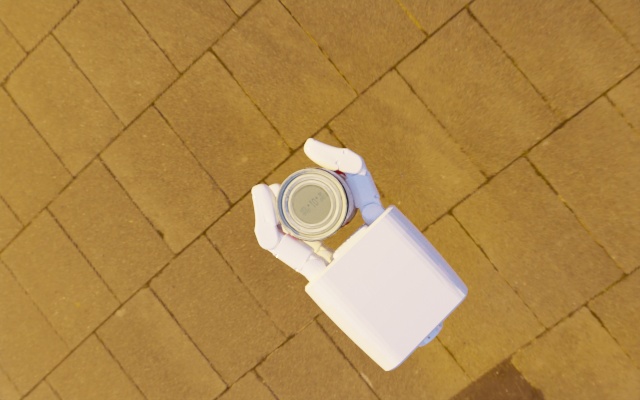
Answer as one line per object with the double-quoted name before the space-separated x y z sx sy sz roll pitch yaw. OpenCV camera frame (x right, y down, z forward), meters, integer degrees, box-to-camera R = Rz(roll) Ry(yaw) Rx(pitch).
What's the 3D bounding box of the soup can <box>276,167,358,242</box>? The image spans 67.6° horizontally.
"soup can" 0.000 0.001 0.470 0.068 0.068 0.102 0 3 10
